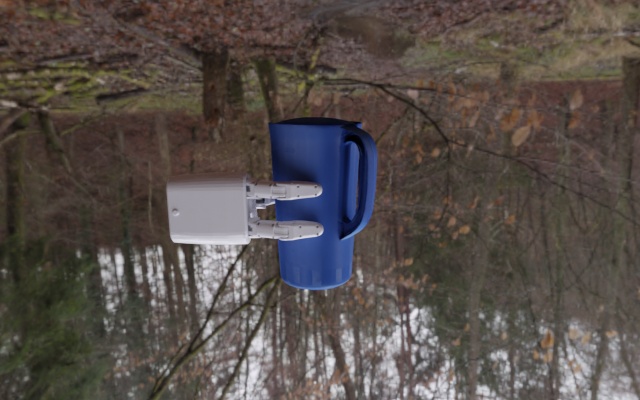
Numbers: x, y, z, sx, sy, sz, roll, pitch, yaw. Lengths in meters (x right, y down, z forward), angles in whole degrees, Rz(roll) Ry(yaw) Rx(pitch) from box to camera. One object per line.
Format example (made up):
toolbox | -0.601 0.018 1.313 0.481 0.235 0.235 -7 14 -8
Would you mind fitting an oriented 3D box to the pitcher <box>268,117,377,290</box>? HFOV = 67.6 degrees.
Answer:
pitcher | 0.000 0.002 0.693 0.145 0.243 0.149 -1 12 -2
